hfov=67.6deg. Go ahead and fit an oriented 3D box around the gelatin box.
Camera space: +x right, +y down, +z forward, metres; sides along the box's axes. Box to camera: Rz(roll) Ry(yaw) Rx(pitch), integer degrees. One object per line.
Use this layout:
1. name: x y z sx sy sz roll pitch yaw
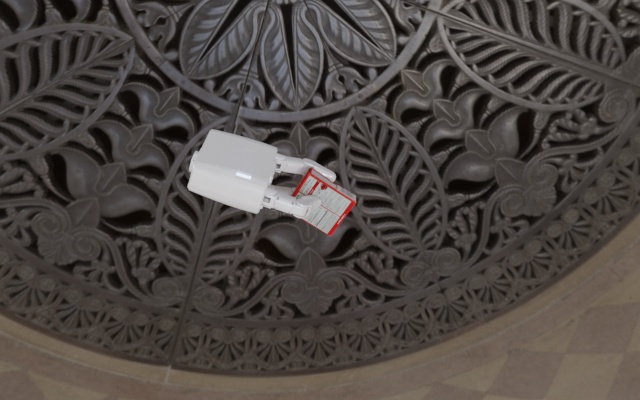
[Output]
1. gelatin box: 0.000 0.003 0.748 0.089 0.073 0.030 32 22 -9
